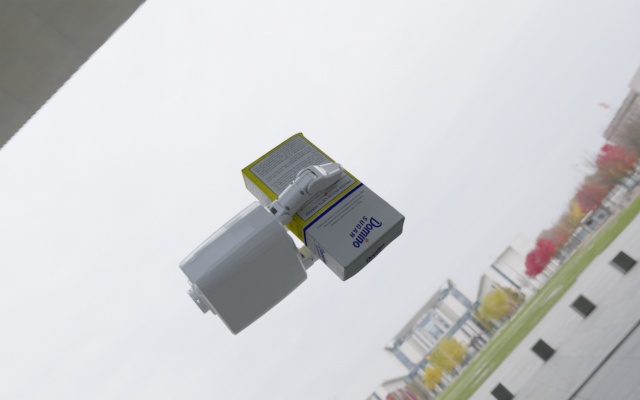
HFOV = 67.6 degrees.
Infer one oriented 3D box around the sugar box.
[{"bbox_3d":[0.000,0.002,0.547,0.093,0.176,0.048,-37,-26,-20],"label":"sugar box"}]
